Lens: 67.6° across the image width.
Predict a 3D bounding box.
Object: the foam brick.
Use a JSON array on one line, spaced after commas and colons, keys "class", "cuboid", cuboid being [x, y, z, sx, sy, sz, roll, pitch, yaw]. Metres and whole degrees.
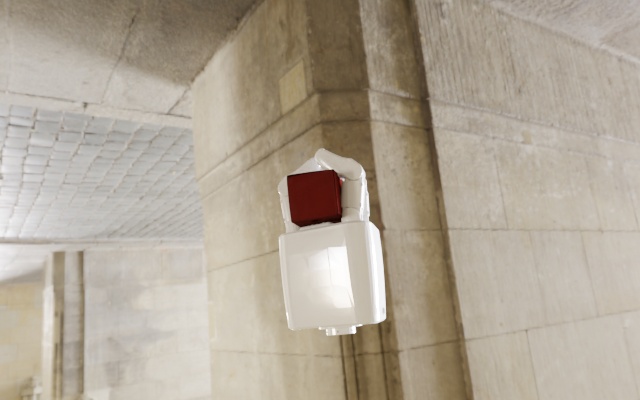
[{"class": "foam brick", "cuboid": [0.000, 0.002, 0.530, 0.053, 0.051, 0.078, -8, -13, 13]}]
